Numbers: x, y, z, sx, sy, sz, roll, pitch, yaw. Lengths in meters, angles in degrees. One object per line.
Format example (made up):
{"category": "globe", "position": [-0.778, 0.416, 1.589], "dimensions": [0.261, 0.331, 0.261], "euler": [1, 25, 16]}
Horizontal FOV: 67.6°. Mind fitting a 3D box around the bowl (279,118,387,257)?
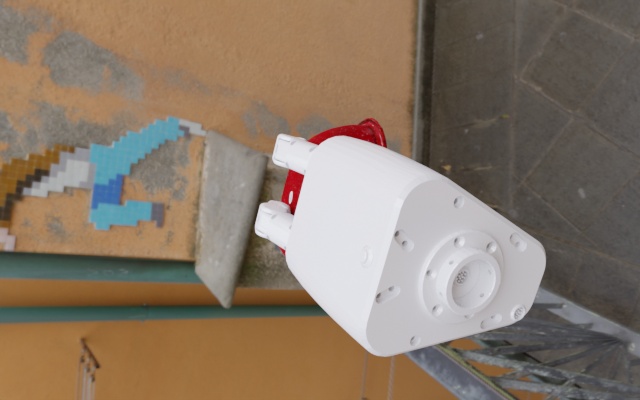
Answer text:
{"category": "bowl", "position": [-0.001, 0.001, 0.416], "dimensions": [0.055, 0.162, 0.162], "euler": [13, -3, -13]}
